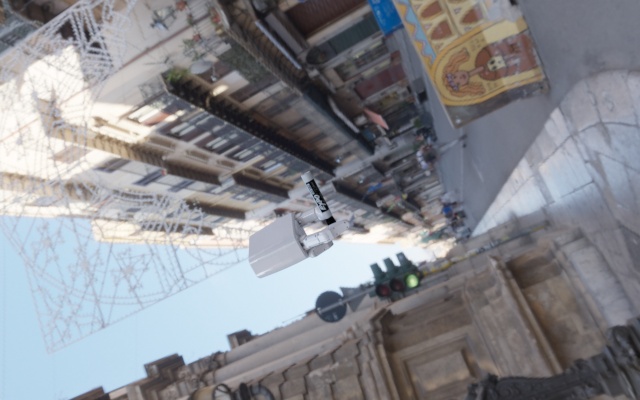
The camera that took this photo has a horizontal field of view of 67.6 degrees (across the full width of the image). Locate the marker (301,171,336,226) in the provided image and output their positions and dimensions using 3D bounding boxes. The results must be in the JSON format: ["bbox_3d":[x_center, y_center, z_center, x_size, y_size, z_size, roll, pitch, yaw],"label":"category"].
[{"bbox_3d":[0.000,0.003,0.886,0.020,0.121,0.020,-27,10,5],"label":"marker"}]
